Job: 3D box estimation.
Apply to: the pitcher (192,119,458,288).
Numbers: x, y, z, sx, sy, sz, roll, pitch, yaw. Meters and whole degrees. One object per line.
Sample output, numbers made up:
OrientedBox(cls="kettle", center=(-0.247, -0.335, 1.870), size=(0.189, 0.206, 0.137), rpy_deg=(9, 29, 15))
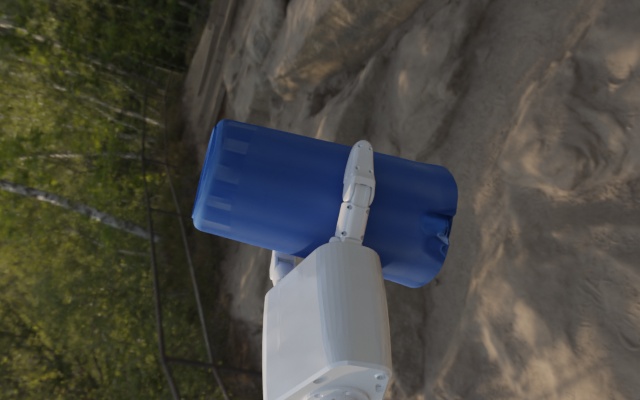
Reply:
OrientedBox(cls="pitcher", center=(0.000, 0.002, 0.490), size=(0.243, 0.145, 0.149), rpy_deg=(14, -47, -16))
